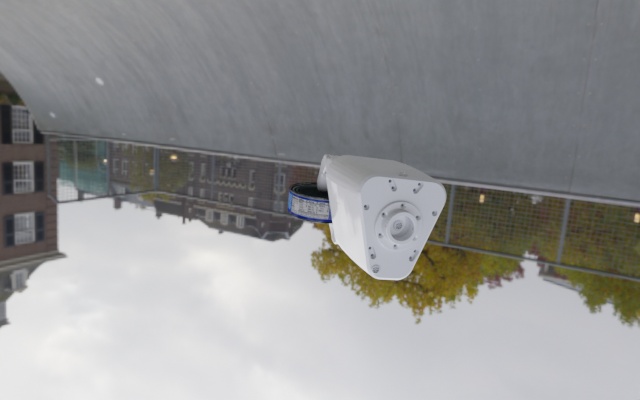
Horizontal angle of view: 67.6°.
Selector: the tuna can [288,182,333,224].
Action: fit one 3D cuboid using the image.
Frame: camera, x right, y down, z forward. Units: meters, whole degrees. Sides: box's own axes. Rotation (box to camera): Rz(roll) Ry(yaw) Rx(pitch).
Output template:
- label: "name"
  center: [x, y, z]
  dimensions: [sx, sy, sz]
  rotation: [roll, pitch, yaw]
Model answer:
- label: "tuna can"
  center: [0.000, 0.003, 0.630]
  dimensions: [0.086, 0.034, 0.086]
  rotation: [6, 15, -2]
